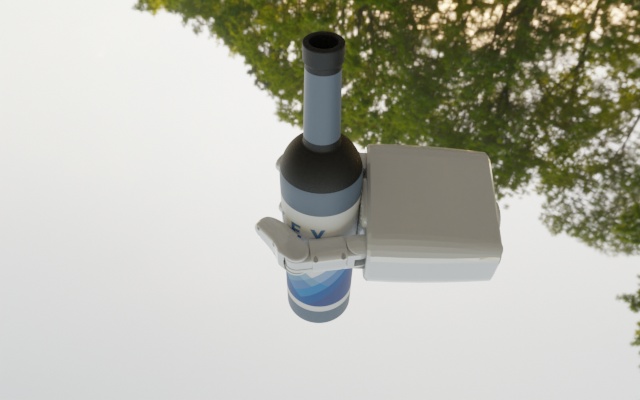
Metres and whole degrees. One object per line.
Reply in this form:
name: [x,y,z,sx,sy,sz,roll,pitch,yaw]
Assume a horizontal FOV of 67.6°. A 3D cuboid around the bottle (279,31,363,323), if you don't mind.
bottle: [0.000,0.002,0.405,0.069,0.069,0.296,0,-43,-1]
